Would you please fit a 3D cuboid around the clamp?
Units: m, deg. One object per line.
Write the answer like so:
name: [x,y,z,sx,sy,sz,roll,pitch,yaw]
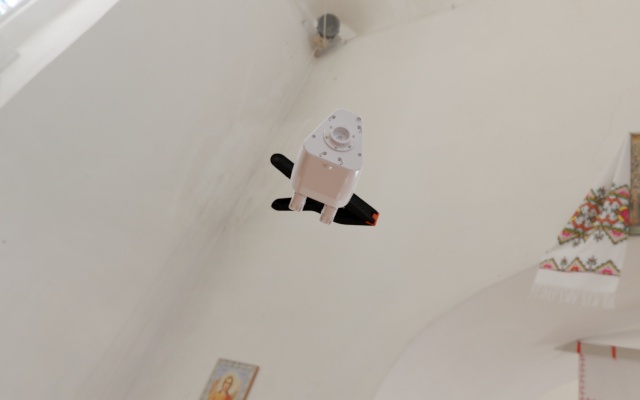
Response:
clamp: [0.001,0.002,0.859,0.210,0.036,0.165,23,-30,1]
